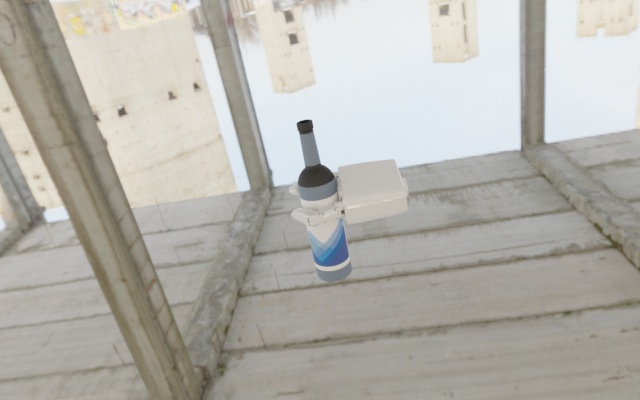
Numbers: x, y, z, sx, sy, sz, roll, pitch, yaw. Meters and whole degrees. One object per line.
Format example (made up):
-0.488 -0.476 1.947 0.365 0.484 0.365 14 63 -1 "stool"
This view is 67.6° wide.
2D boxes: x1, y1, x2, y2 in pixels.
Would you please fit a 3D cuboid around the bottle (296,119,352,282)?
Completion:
0.000 0.003 0.839 0.069 0.296 0.069 -9 25 4 "bottle"
